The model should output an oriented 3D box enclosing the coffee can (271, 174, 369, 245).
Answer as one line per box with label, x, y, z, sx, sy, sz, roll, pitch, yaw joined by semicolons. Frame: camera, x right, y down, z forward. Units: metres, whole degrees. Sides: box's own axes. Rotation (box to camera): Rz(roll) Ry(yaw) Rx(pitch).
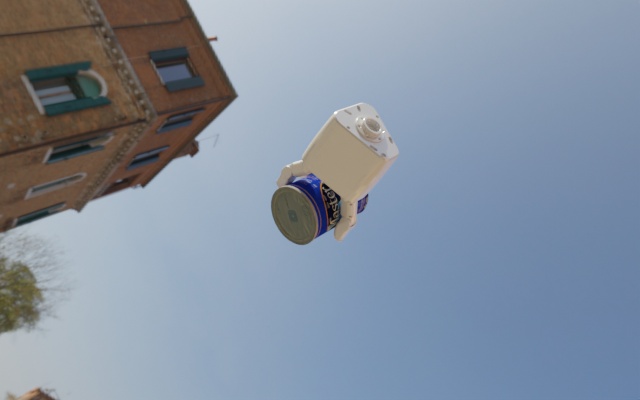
coffee can;0.000;0.003;0.822;0.103;0.103;0.140;0;20;44
